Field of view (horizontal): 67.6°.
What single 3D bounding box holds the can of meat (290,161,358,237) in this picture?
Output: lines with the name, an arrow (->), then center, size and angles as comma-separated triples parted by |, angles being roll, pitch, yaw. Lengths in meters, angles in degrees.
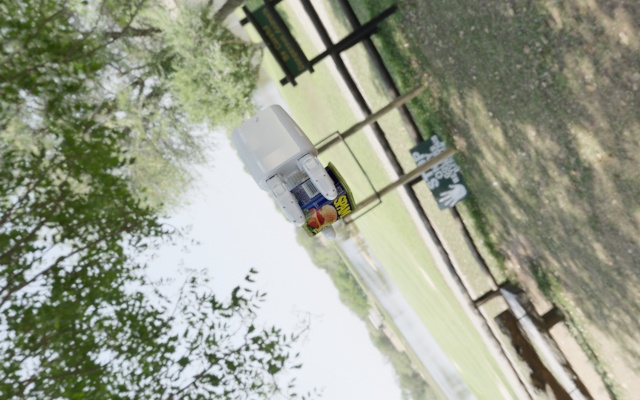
can of meat -> 0.000, 0.003, 0.689 | 0.084, 0.057, 0.102 | -33, -24, -3
